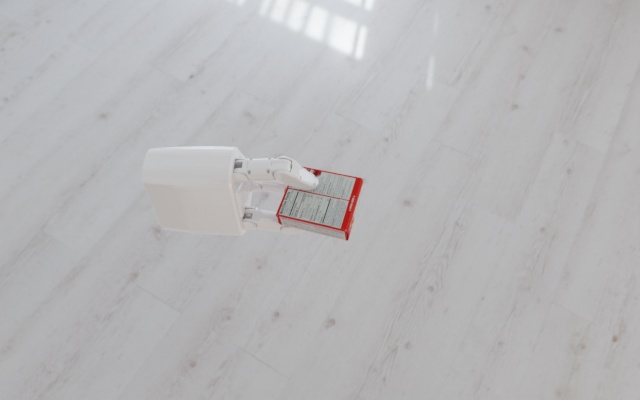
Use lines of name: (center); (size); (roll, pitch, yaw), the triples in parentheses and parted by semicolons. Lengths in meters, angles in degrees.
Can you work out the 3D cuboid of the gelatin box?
gelatin box: (0.000, 0.002, 0.572); (0.089, 0.073, 0.030); (12, -27, 14)
